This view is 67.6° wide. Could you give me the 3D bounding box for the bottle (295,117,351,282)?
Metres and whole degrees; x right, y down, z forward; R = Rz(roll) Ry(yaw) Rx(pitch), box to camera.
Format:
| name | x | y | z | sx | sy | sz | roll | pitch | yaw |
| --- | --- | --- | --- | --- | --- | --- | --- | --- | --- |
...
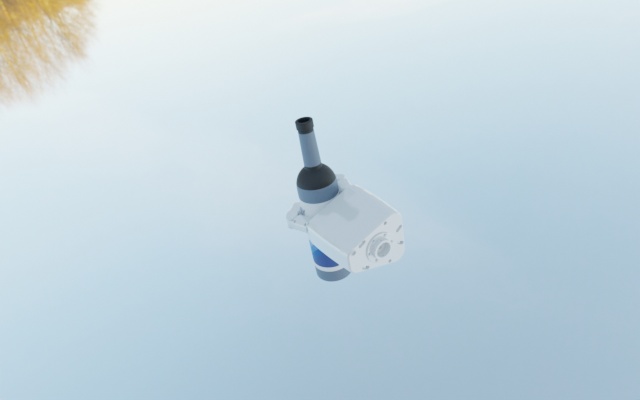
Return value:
| name | x | y | z | sx | sy | sz | roll | pitch | yaw |
| --- | --- | --- | --- | --- | --- | --- | --- | --- | --- |
| bottle | 0.000 | 0.003 | 0.789 | 0.069 | 0.296 | 0.069 | -8 | 32 | 5 |
